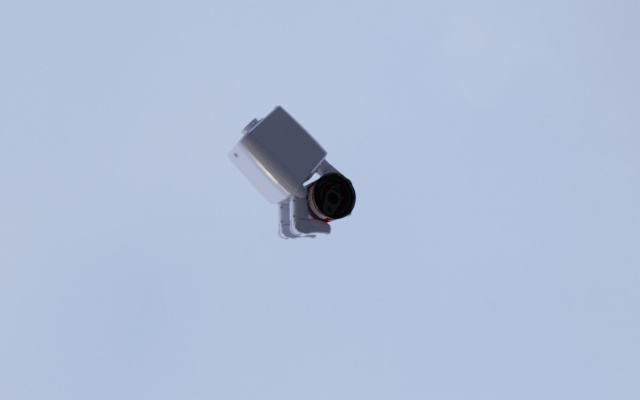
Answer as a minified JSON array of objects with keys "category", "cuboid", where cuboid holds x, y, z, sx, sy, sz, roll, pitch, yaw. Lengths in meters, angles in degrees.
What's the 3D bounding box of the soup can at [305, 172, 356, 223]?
[{"category":"soup can","cuboid":[0.000,0.003,0.721,0.068,0.068,0.102,0,-11,-24]}]
